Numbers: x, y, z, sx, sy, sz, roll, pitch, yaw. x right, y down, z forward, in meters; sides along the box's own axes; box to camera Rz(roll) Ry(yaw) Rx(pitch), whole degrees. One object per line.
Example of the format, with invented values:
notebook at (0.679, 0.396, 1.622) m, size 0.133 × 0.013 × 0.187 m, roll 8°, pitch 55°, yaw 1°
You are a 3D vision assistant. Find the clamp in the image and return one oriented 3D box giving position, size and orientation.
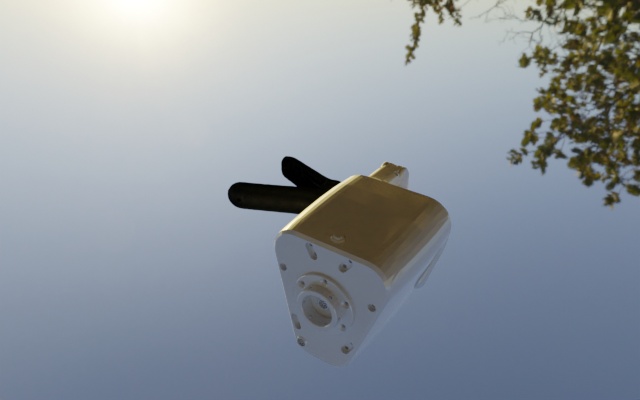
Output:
clamp at (0.000, 0.002, 0.462) m, size 0.171 × 0.039 × 0.120 m, roll 20°, pitch 32°, yaw 27°
